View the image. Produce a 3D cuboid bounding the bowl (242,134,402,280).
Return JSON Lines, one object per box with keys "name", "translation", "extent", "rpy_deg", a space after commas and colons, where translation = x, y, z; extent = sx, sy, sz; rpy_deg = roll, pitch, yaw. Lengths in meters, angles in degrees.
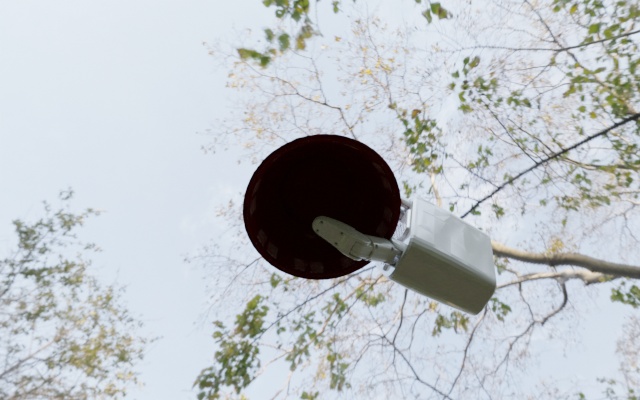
{"name": "bowl", "translation": [-0.001, 0.001, 0.506], "extent": [0.162, 0.162, 0.055], "rpy_deg": [0, 23, -6]}
